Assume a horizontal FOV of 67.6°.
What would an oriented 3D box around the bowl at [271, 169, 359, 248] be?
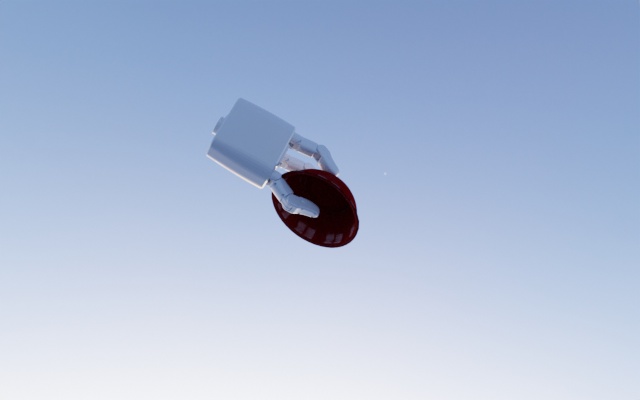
[{"bbox_3d":[0.001,0.003,0.802,0.162,0.162,0.055,0,37,34],"label":"bowl"}]
